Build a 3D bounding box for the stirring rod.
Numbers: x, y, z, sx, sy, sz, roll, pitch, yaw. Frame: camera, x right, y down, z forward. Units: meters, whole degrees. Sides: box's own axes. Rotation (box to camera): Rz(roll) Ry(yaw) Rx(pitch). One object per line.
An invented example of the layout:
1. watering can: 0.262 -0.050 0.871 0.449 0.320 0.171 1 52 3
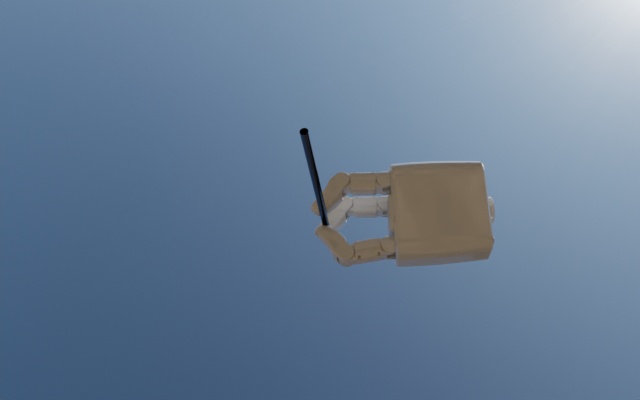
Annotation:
1. stirring rod: 0.000 0.002 0.518 0.011 0.011 0.240 0 -31 8
